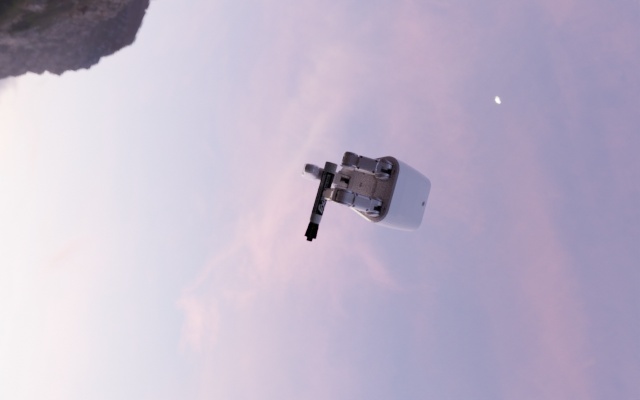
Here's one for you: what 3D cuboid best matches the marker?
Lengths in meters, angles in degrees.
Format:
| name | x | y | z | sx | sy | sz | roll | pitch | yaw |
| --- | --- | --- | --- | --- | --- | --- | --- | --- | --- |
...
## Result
| name | x | y | z | sx | sy | sz | roll | pitch | yaw |
| --- | --- | --- | --- | --- | --- | --- | --- | --- | --- |
| marker | 0.000 | 0.002 | 0.706 | 0.020 | 0.121 | 0.020 | 16 | -1 | 0 |
